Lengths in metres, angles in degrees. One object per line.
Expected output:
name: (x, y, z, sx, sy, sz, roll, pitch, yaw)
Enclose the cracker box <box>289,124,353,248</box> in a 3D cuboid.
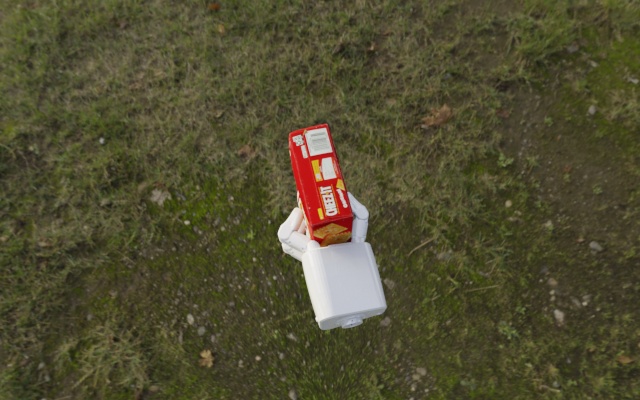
cracker box: (0.000, 0.003, 0.797, 0.072, 0.164, 0.214, -12, -24, -5)
